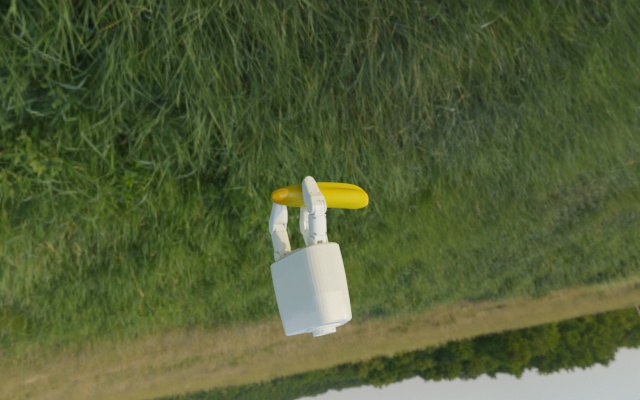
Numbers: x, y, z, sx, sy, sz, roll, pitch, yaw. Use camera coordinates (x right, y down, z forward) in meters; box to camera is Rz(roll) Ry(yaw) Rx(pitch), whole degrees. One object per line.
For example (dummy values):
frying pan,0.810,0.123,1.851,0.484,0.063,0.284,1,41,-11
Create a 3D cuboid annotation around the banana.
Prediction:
banana,0.016,-0.003,0.736,0.070,0.037,0.198,-24,-19,38
